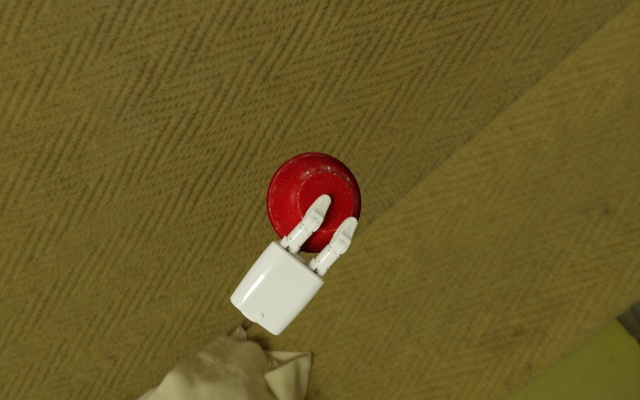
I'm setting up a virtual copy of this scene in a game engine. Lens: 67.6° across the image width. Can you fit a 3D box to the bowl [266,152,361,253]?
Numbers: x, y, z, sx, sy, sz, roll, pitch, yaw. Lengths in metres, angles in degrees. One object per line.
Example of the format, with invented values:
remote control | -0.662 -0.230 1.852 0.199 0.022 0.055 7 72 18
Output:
bowl | 0.001 0.001 0.738 0.162 0.162 0.055 0 -2 -20
